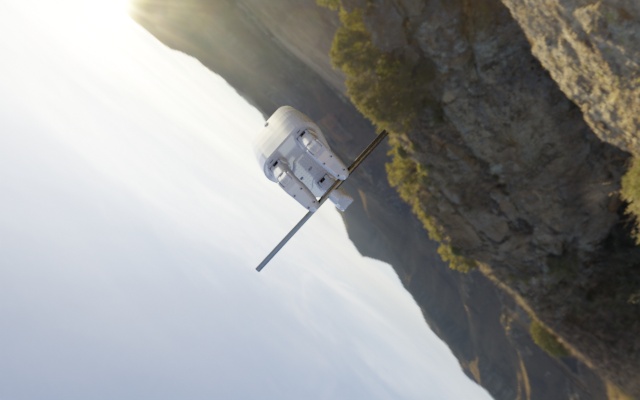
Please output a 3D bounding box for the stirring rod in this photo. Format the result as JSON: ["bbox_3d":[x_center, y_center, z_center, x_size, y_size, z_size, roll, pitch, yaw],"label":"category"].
[{"bbox_3d":[0.000,0.002,0.603,0.011,0.239,0.011,42,6,-5],"label":"stirring rod"}]
